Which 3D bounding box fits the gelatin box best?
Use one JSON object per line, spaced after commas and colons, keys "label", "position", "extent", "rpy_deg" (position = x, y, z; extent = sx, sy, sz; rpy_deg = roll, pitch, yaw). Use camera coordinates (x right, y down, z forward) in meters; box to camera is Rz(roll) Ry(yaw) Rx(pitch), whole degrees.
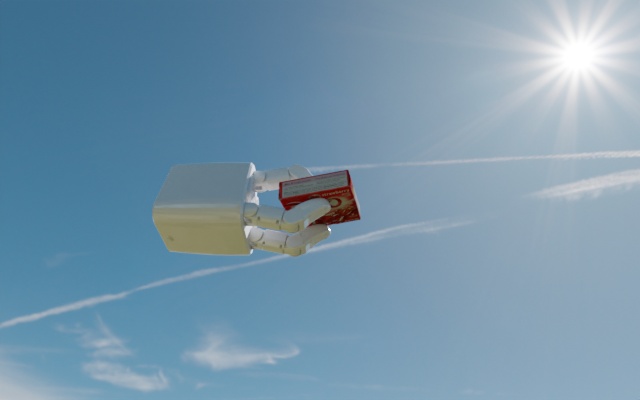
{"label": "gelatin box", "position": [0.000, 0.002, 0.593], "extent": [0.089, 0.030, 0.073], "rpy_deg": [-11, -37, 9]}
